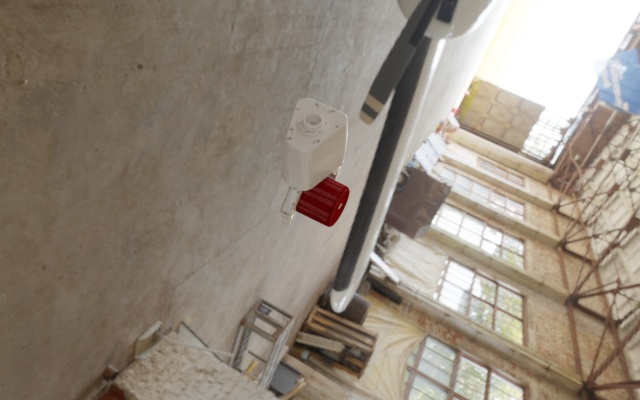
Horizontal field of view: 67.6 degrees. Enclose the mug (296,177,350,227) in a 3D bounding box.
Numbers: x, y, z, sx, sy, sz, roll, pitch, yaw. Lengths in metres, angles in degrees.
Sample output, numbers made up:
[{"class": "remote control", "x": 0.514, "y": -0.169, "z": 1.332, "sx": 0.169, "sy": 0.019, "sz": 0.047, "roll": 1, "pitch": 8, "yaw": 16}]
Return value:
[{"class": "mug", "x": 0.000, "y": 0.004, "z": 0.878, "sx": 0.081, "sy": 0.093, "sz": 0.117, "roll": 26, "pitch": -30, "yaw": 14}]
